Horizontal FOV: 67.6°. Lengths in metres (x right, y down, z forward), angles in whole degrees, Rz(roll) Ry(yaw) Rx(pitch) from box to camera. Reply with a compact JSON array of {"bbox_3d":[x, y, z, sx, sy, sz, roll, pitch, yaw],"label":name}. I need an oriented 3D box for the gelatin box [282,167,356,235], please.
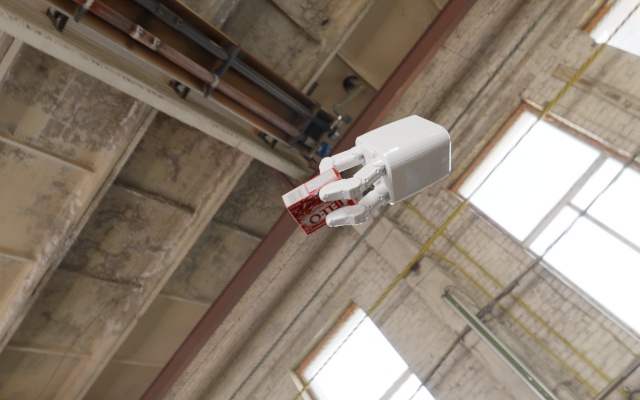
[{"bbox_3d":[0.000,0.002,0.700,0.089,0.030,0.073,-29,-44,4],"label":"gelatin box"}]
